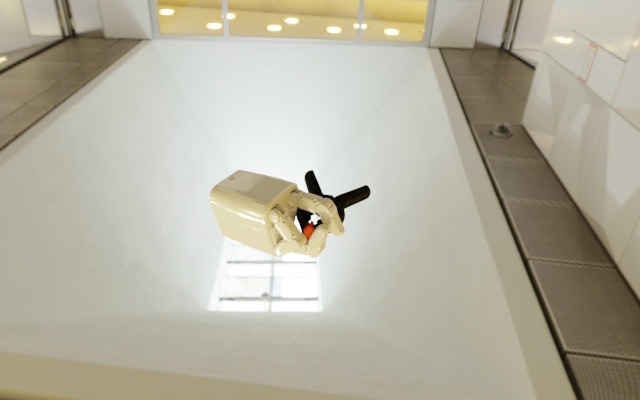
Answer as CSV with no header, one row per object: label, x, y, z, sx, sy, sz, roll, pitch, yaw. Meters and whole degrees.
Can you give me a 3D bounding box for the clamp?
clamp,0.000,0.003,0.790,0.120,0.039,0.171,17,33,21
